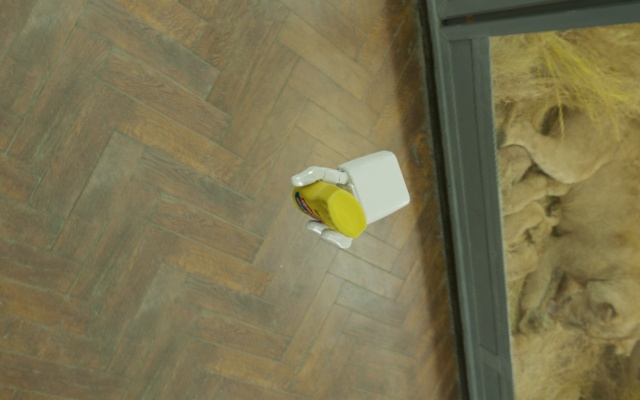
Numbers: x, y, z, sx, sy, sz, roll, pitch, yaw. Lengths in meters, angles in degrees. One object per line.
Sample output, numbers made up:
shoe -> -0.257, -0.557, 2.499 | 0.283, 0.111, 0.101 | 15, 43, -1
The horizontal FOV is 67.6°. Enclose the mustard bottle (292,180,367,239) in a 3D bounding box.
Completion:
mustard bottle -> 0.000, 0.003, 0.855 | 0.096, 0.058, 0.191 | 51, -14, -29
